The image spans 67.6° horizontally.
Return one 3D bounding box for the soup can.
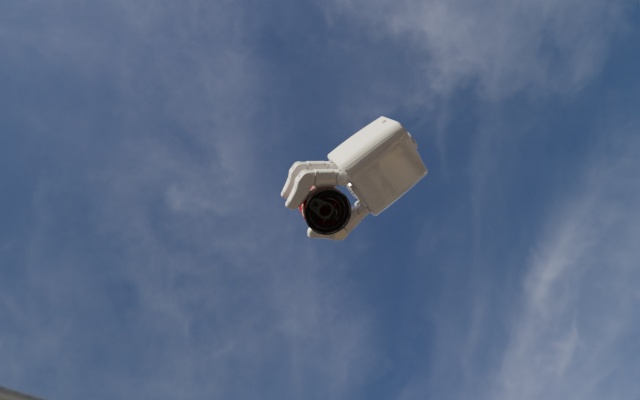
[{"bbox_3d":[0.000,0.003,0.716,0.068,0.068,0.102,0,17,-13],"label":"soup can"}]
